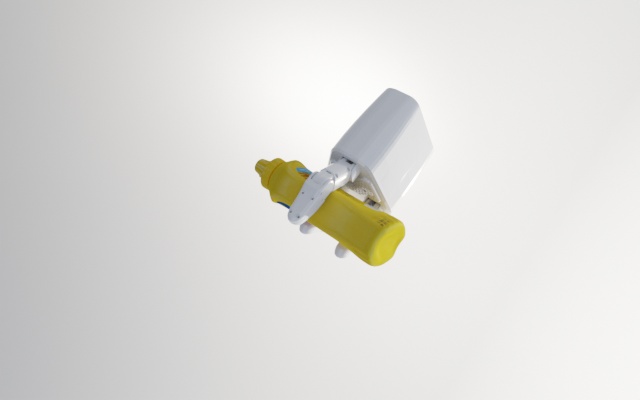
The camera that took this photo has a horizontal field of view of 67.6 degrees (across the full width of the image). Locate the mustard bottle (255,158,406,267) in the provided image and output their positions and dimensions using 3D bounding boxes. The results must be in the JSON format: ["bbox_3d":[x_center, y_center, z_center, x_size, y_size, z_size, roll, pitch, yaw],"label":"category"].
[{"bbox_3d":[0.000,0.002,0.544,0.191,0.058,0.096,32,8,23],"label":"mustard bottle"}]
